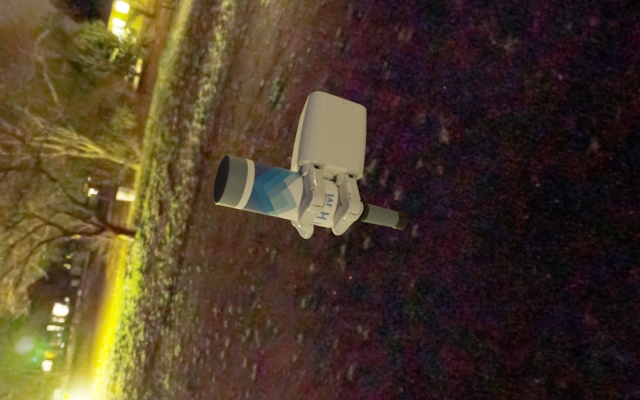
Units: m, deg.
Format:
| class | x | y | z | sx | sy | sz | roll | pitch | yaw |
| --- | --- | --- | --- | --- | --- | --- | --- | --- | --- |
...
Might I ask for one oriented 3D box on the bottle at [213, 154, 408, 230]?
| class | x | y | z | sx | sy | sz | roll | pitch | yaw |
| --- | --- | --- | --- | --- | --- | --- | --- | --- | --- |
| bottle | 0.000 | 0.002 | 0.684 | 0.296 | 0.069 | 0.069 | 13 | -6 | -26 |
